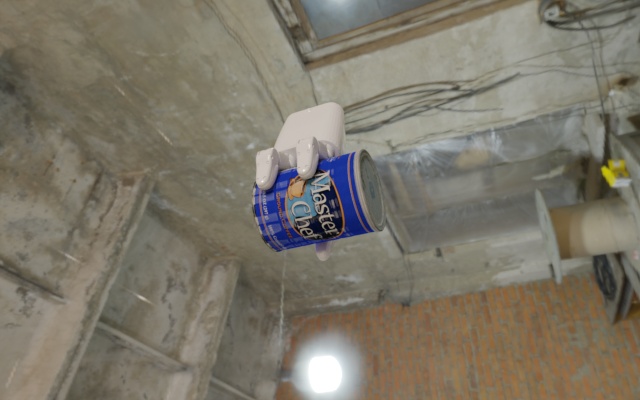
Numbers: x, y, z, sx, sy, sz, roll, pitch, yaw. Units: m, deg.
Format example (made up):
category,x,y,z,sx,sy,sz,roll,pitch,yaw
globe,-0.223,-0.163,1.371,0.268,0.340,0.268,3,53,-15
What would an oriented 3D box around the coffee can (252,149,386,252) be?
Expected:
category,x,y,z,sx,sy,sz,roll,pitch,yaw
coffee can,0.000,0.002,0.599,0.140,0.103,0.103,-13,-5,19
